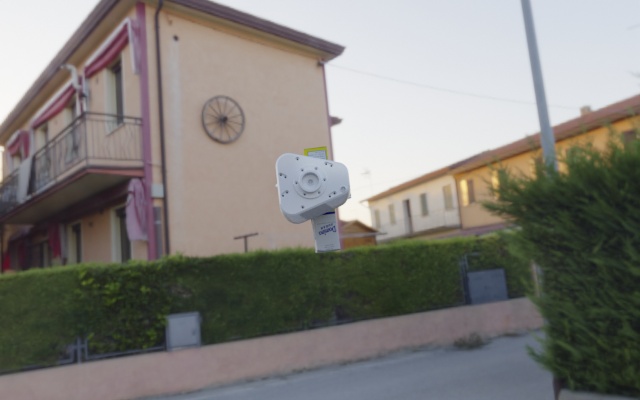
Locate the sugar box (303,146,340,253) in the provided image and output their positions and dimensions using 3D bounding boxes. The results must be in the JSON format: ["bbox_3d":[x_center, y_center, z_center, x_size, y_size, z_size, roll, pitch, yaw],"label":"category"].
[{"bbox_3d":[0.000,0.003,0.834,0.048,0.176,0.093,-5,-7,-3],"label":"sugar box"}]
